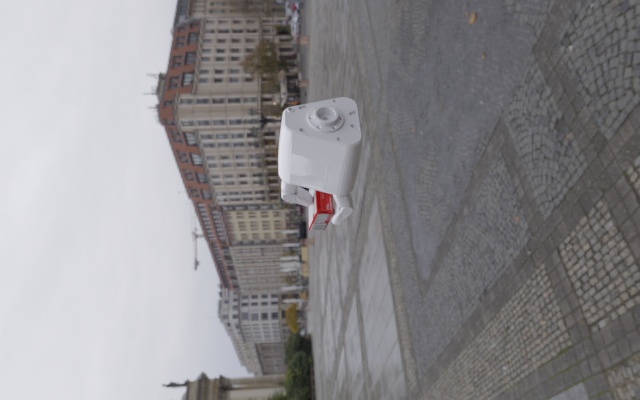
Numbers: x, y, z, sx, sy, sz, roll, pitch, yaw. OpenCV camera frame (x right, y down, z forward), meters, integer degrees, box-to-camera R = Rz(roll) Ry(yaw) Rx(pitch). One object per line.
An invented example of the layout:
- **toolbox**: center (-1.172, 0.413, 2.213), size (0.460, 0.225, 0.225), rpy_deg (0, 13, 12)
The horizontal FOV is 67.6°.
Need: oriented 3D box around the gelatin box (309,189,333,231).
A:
- **gelatin box**: center (0.000, 0.003, 0.792), size (0.030, 0.073, 0.089), rpy_deg (2, -23, -9)
